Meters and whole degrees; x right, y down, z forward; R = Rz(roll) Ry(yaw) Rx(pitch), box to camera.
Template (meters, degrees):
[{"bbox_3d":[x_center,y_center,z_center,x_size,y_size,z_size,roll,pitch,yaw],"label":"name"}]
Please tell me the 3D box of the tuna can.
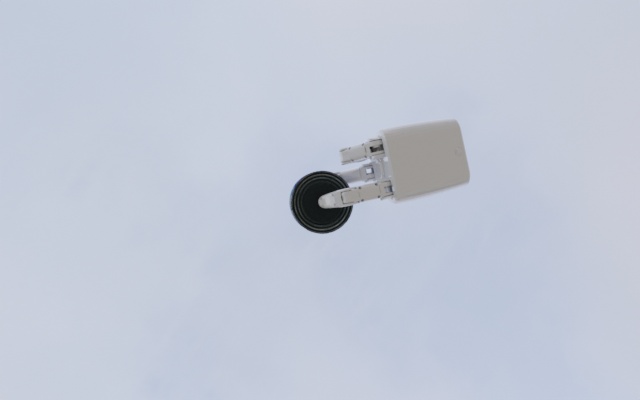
[{"bbox_3d":[0.000,0.002,0.660,0.086,0.086,0.034,0,1,-10],"label":"tuna can"}]
